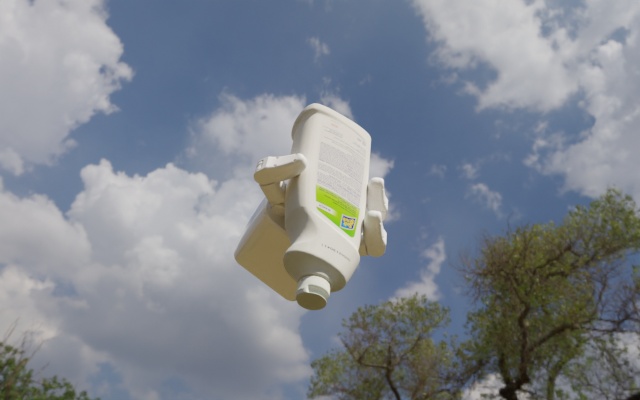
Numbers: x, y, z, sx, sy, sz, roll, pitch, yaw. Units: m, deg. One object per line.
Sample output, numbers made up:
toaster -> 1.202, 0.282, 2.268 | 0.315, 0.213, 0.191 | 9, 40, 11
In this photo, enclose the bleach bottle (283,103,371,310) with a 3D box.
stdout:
bleach bottle -> 0.000, 0.002, 0.522 | 0.102, 0.250, 0.068 | 26, -47, -15
